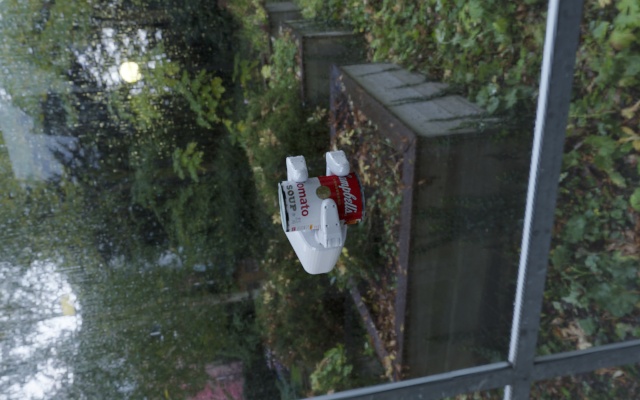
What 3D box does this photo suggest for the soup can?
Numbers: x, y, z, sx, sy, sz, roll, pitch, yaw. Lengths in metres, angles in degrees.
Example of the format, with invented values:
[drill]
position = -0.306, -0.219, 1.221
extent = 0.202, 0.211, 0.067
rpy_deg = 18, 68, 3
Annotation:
[soup can]
position = 0.000, 0.002, 0.622
extent = 0.102, 0.068, 0.068
rpy_deg = -8, 1, -9
